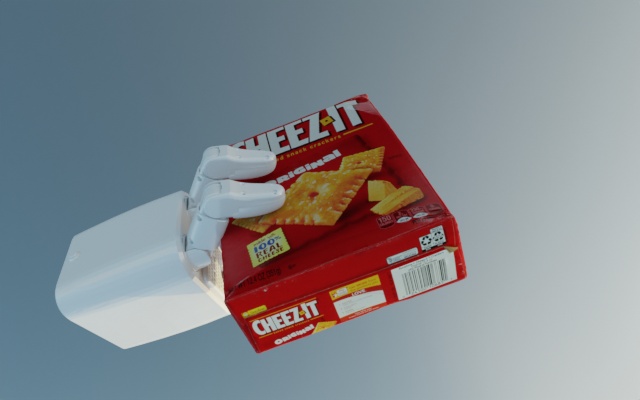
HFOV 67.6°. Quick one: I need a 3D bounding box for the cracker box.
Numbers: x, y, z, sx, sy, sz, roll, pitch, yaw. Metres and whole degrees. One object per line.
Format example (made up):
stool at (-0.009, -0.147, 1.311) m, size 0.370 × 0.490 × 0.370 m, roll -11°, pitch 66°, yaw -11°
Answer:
cracker box at (0.000, 0.002, 0.408) m, size 0.164 × 0.072 × 0.213 m, roll -20°, pitch 37°, yaw 1°
